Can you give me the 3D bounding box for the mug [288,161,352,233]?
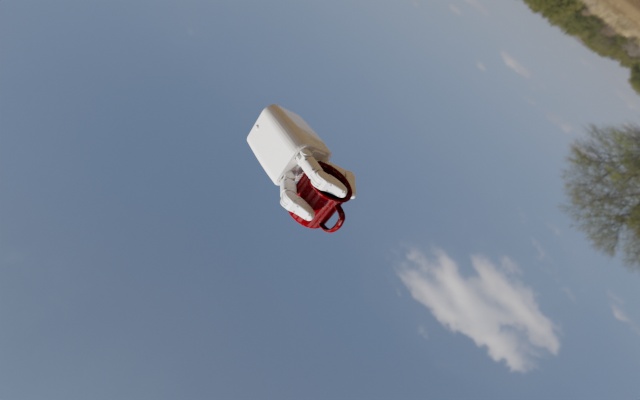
[{"bbox_3d":[0.001,0.004,0.810,0.093,0.117,0.081,-8,-35,-47],"label":"mug"}]
